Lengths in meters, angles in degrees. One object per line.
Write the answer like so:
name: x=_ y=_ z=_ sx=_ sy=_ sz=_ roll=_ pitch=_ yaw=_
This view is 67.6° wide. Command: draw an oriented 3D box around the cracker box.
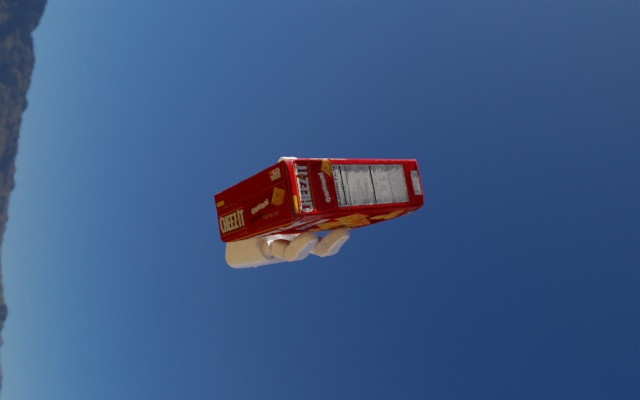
cracker box: x=0.000 y=0.002 z=0.609 sx=0.213 sy=0.072 sz=0.164 roll=-4 pitch=-11 yaw=-39
